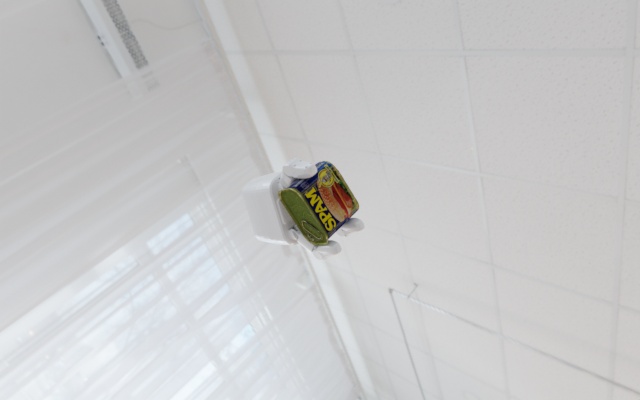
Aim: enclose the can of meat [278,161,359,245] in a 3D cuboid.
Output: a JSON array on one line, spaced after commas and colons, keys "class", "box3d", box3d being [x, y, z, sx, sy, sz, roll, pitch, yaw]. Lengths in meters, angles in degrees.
[{"class": "can of meat", "box3d": [0.000, 0.002, 0.719, 0.084, 0.102, 0.057, -42, 19, -31]}]
